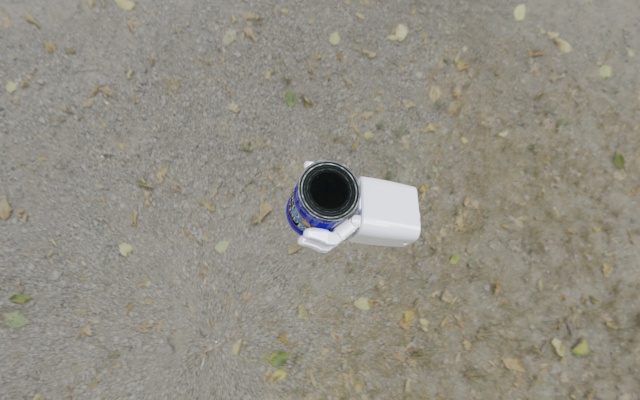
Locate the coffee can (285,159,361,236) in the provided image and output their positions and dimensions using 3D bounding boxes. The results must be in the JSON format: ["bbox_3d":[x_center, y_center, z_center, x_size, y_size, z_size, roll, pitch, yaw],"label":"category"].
[{"bbox_3d":[0.000,0.003,0.814,0.103,0.102,0.140,0,-16,-12],"label":"coffee can"}]
